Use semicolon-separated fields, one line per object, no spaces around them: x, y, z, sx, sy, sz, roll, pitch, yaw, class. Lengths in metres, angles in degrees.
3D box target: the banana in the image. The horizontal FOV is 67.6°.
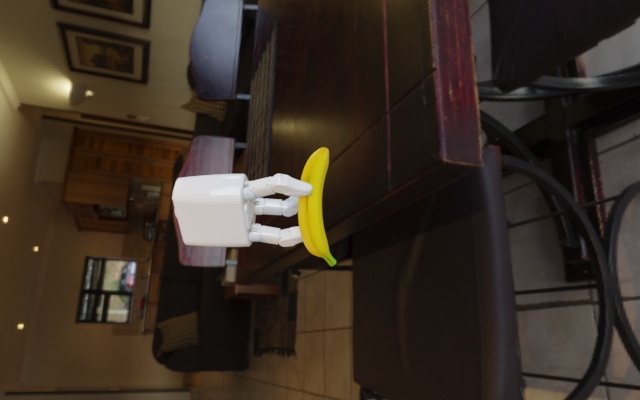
-0.008;0.001;0.746;0.037;0.197;0.070;-9;-18;25;banana
